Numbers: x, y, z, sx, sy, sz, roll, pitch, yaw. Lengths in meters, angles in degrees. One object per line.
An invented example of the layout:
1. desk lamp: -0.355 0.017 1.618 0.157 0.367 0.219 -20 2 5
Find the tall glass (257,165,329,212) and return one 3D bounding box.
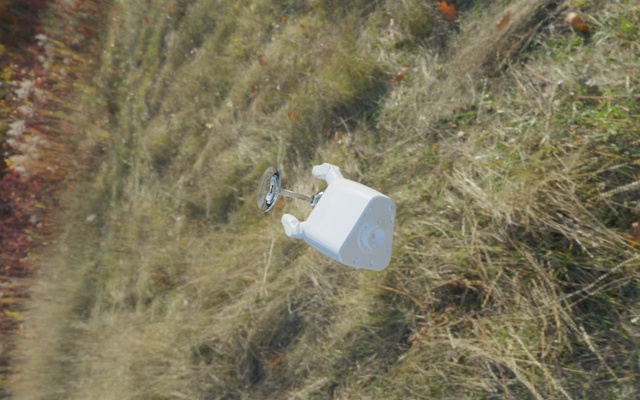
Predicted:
1. tall glass: 0.000 0.002 0.794 0.201 0.079 0.079 15 -8 -32
